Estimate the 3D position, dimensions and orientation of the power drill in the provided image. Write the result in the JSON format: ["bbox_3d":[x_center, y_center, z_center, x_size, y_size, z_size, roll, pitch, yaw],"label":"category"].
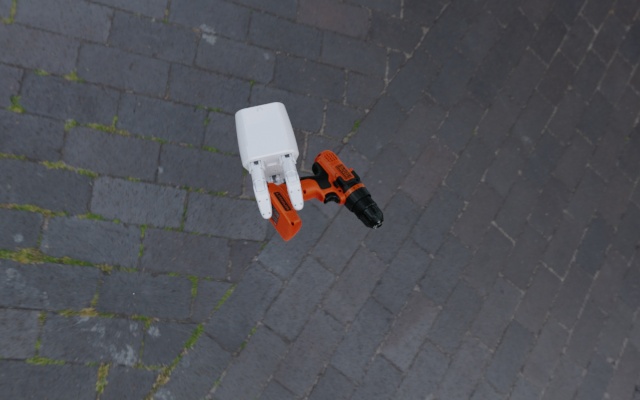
[{"bbox_3d":[0.000,0.003,0.856,0.187,0.184,0.057,-22,-30,-32],"label":"power drill"}]
